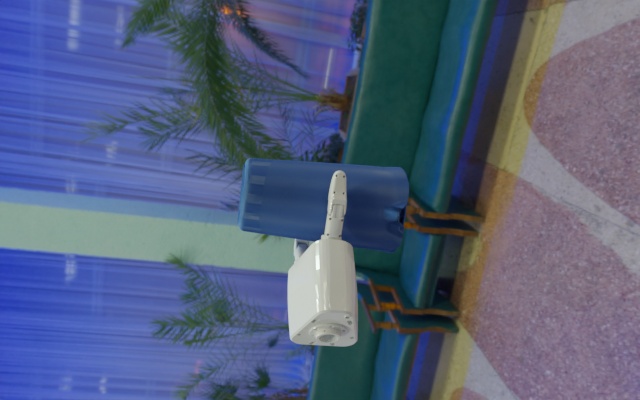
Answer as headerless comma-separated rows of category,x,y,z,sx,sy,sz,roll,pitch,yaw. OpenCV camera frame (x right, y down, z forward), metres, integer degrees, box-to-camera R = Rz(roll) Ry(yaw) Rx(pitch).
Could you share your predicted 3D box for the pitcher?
pitcher,0.000,0.002,0.728,0.243,0.145,0.149,6,-38,-10
